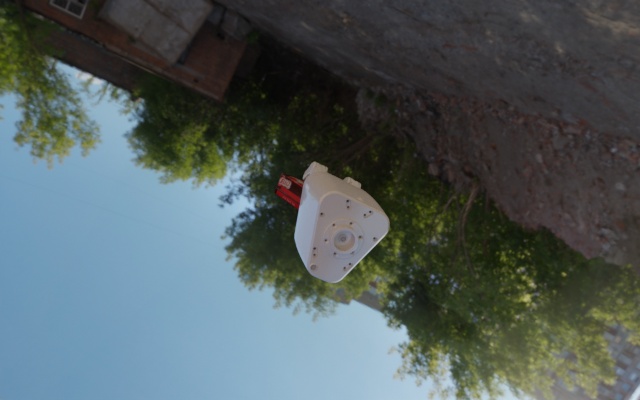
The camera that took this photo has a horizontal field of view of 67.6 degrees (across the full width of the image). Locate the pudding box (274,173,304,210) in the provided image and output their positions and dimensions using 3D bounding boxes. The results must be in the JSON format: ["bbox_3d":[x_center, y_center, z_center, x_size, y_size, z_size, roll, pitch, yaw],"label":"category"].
[{"bbox_3d":[0.000,0.003,0.712,0.113,0.039,0.090,20,9,-42],"label":"pudding box"}]
